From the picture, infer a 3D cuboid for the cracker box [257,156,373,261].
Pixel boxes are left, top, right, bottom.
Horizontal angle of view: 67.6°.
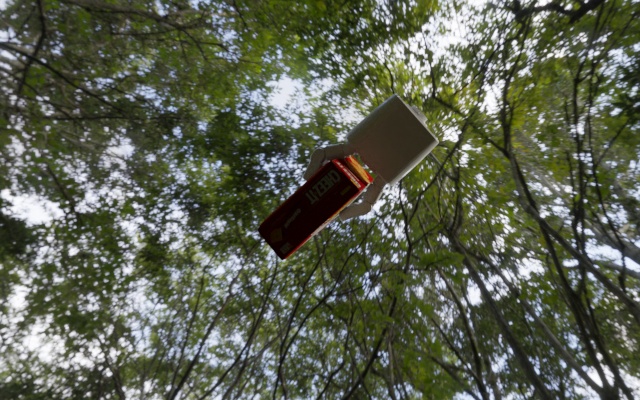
[{"bbox_3d":[0.000,0.003,0.809,0.164,0.072,0.213,-43,-4,13],"label":"cracker box"}]
